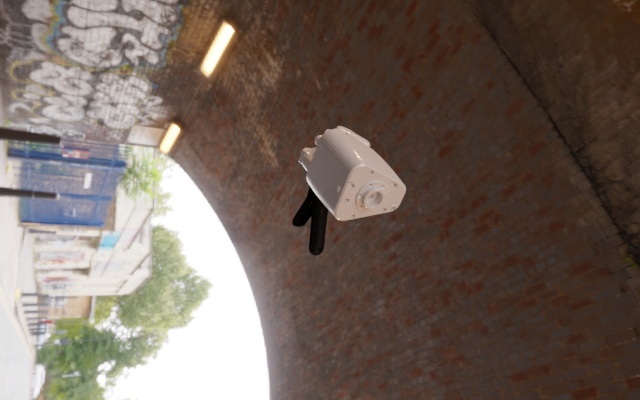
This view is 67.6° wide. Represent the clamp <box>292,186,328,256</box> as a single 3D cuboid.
[{"bbox_3d":[0.001,0.002,0.792,0.039,0.171,0.120,5,30,-28],"label":"clamp"}]
